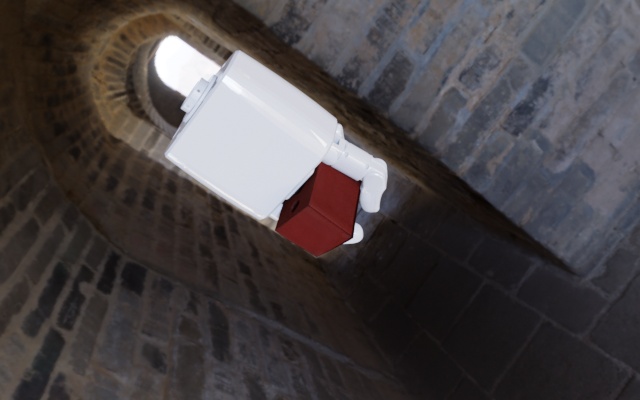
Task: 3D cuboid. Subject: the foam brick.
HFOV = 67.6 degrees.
[{"bbox_3d":[0.000,0.002,0.437,0.051,0.078,0.053,34,-45,-23],"label":"foam brick"}]
